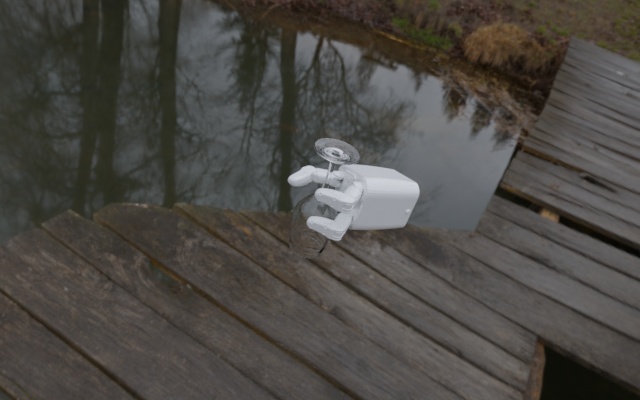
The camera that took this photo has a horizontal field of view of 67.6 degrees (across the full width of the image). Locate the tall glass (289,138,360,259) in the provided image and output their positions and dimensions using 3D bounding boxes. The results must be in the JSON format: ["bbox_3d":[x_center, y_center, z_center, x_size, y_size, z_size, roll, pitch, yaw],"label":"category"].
[{"bbox_3d":[0.000,0.002,0.788,0.079,0.201,0.079,13,34,-9],"label":"tall glass"}]
